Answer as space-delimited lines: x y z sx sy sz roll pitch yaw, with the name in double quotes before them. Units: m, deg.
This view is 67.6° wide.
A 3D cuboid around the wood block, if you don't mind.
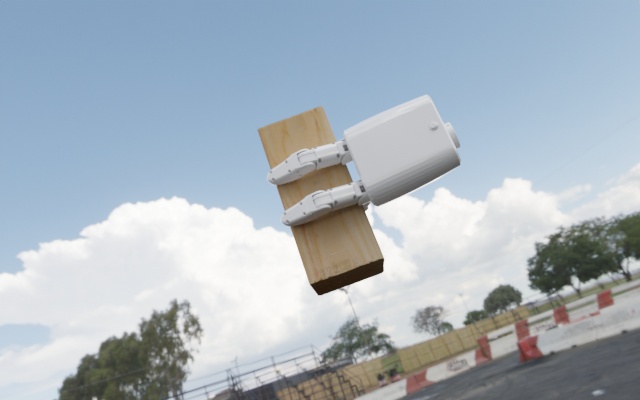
"wood block" 0.000 0.002 0.597 0.090 0.206 0.091 -20 -21 0
